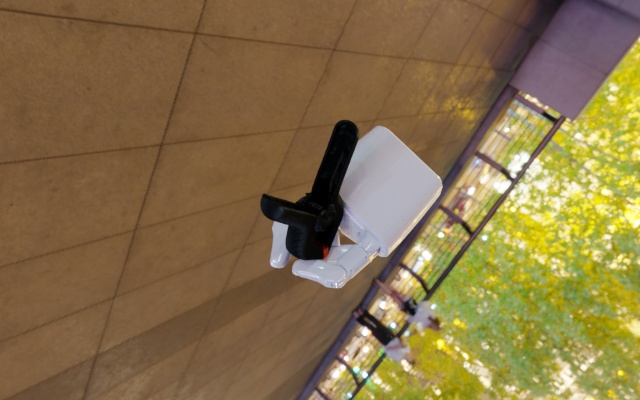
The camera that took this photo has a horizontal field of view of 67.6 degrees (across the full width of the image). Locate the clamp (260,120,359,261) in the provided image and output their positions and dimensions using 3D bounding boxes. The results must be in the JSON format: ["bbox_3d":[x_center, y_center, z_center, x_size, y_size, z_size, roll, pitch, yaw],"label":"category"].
[{"bbox_3d":[0.000,0.002,0.471,0.039,0.120,0.171,40,-17,21],"label":"clamp"}]
